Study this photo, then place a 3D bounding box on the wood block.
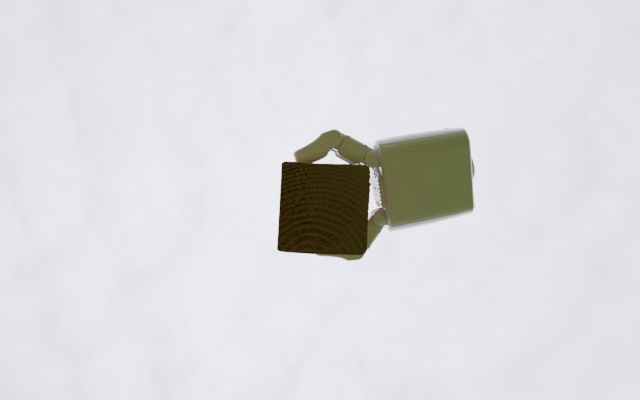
[{"bbox_3d":[0.000,0.002,0.566,0.090,0.091,0.206,2,3,-2],"label":"wood block"}]
